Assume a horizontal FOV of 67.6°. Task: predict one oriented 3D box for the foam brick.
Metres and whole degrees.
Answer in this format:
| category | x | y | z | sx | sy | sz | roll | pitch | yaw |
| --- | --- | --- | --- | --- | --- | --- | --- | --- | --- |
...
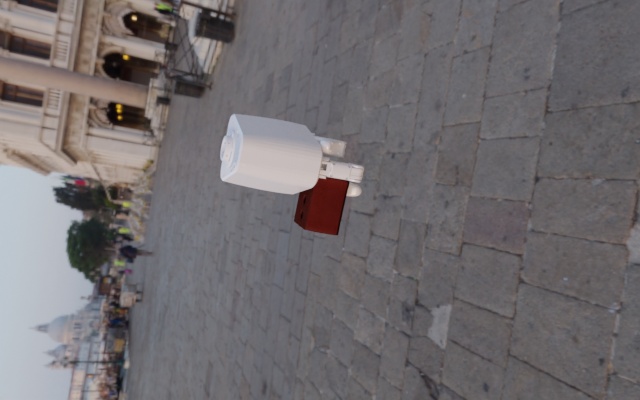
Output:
| category | x | y | z | sx | sy | sz | roll | pitch | yaw |
| --- | --- | --- | --- | --- | --- | --- | --- | --- | --- |
| foam brick | 0.000 | 0.002 | 0.662 | 0.051 | 0.078 | 0.053 | 8 | 9 | -23 |
